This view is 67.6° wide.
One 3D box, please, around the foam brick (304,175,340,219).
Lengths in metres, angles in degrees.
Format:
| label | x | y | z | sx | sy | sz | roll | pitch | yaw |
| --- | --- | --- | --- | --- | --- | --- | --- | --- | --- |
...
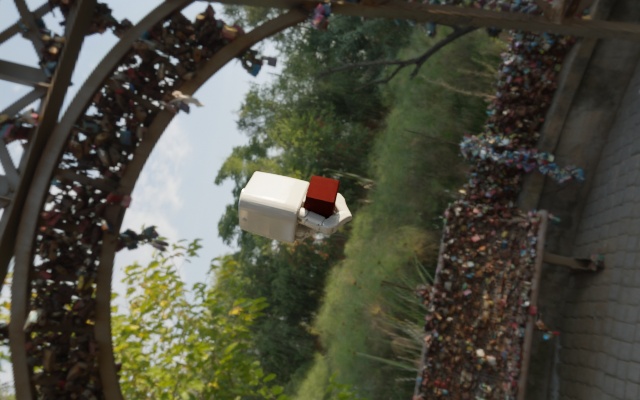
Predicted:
| label | x | y | z | sx | sy | sz | roll | pitch | yaw |
| --- | --- | --- | --- | --- | --- | --- | --- | --- | --- |
| foam brick | 0.000 | 0.003 | 0.845 | 0.051 | 0.053 | 0.078 | 14 | -39 | 4 |
